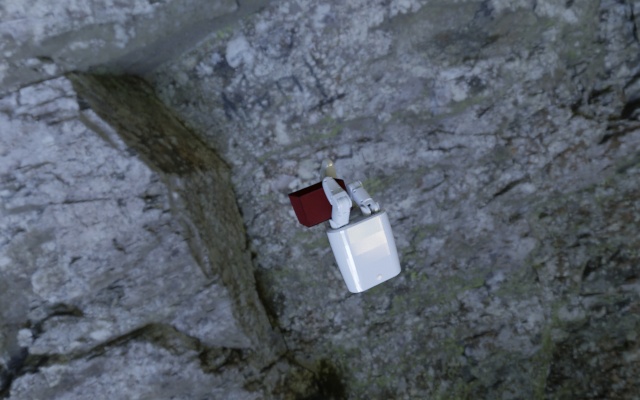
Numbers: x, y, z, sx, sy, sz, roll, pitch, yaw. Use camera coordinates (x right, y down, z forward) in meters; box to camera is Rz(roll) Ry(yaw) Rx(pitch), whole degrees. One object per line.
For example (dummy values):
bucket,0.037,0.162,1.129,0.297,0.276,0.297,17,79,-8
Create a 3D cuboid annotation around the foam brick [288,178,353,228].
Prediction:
foam brick,0.000,0.002,0.733,0.078,0.051,0.053,-22,13,-17
